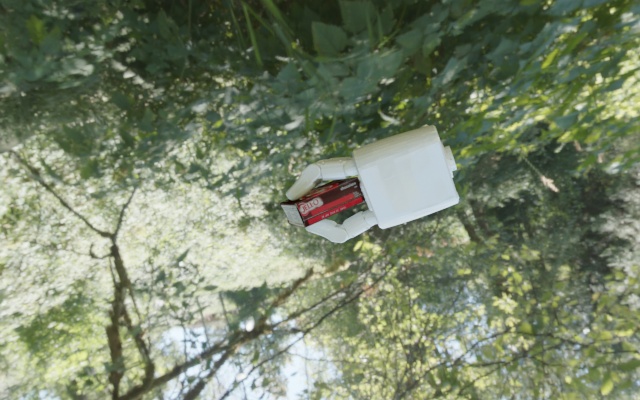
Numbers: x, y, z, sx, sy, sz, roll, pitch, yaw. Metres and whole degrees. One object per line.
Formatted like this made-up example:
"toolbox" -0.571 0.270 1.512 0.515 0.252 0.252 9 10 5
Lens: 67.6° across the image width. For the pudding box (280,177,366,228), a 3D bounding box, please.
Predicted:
"pudding box" 0.000 0.002 0.648 0.090 0.039 0.113 -22 3 -14
